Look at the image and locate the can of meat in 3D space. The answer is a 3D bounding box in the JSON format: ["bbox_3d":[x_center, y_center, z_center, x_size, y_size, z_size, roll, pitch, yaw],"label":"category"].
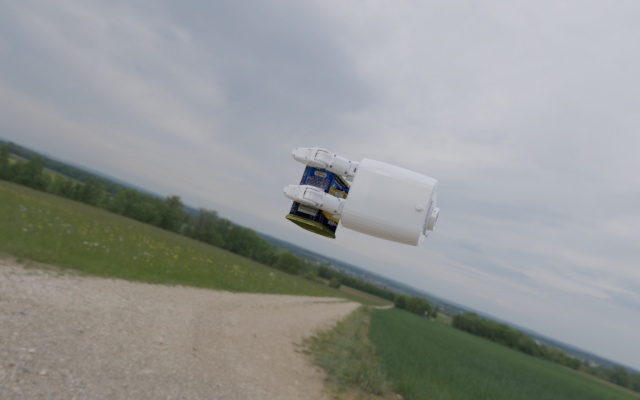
[{"bbox_3d":[0.000,0.002,0.696,0.057,0.084,0.102,16,-9,21],"label":"can of meat"}]
